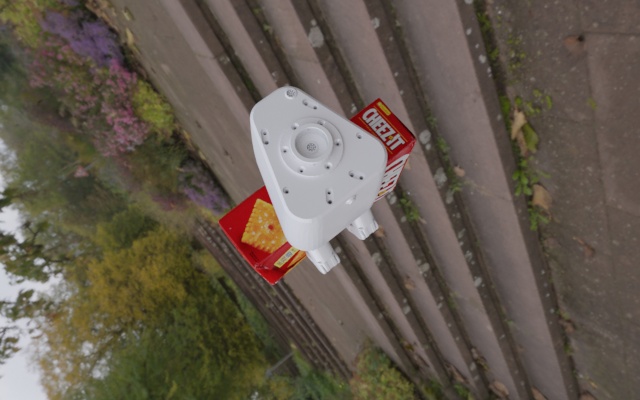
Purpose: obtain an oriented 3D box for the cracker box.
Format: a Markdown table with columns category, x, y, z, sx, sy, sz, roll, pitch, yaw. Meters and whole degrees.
| category | x | y | z | sx | sy | sz | roll | pitch | yaw |
| --- | --- | --- | --- | --- | --- | --- | --- | --- | --- |
| cracker box | 0.000 | 0.002 | 0.553 | 0.213 | 0.072 | 0.164 | -38 | -12 | -10 |
